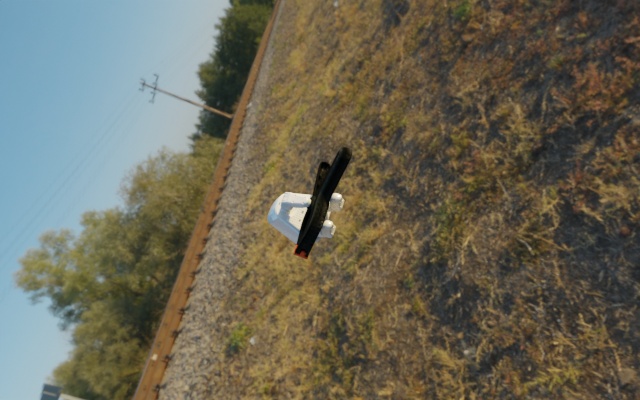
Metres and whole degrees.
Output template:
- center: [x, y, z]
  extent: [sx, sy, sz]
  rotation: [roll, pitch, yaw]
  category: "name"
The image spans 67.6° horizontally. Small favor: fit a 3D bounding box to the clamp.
- center: [-0.001, 0.003, 0.876]
  extent: [0.036, 0.210, 0.164]
  rotation: [21, -16, -10]
  category: "clamp"
